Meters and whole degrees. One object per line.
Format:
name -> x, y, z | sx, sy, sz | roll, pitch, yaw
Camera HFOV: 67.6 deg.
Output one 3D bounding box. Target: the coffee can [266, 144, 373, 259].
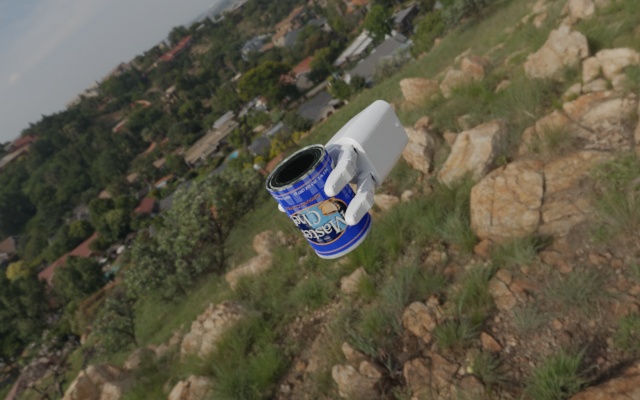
coffee can -> 0.000, 0.003, 0.711 | 0.103, 0.140, 0.102 | -28, 26, 15
